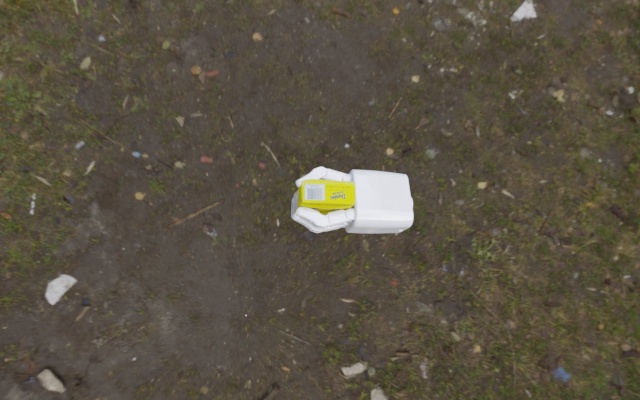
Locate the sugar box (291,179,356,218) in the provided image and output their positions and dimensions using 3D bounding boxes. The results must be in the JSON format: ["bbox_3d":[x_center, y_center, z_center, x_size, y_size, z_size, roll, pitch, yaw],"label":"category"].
[{"bbox_3d":[0.000,0.003,0.879,0.093,0.048,0.176,3,-14,-8],"label":"sugar box"}]
